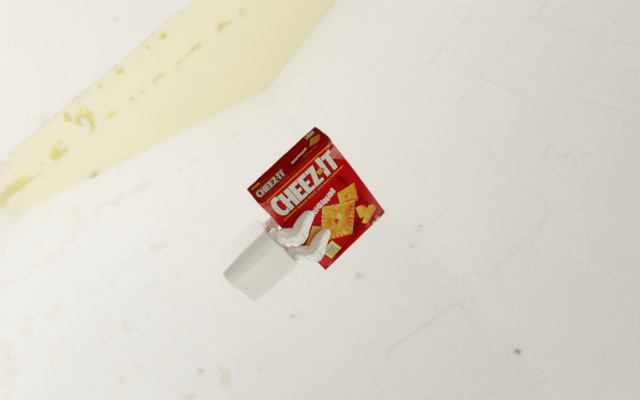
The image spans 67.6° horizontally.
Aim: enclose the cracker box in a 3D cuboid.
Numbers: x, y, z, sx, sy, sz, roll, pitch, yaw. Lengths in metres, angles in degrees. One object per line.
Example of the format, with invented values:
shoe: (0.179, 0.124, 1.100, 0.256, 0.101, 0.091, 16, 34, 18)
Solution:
cracker box: (0.000, 0.003, 0.862, 0.214, 0.164, 0.072, 49, -3, -38)
